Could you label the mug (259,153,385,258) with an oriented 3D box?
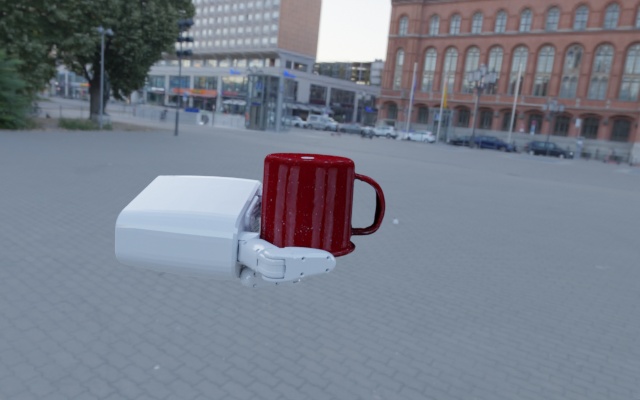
[{"bbox_3d":[0.002,0.001,0.430,0.117,0.081,0.093,4,9,3],"label":"mug"}]
